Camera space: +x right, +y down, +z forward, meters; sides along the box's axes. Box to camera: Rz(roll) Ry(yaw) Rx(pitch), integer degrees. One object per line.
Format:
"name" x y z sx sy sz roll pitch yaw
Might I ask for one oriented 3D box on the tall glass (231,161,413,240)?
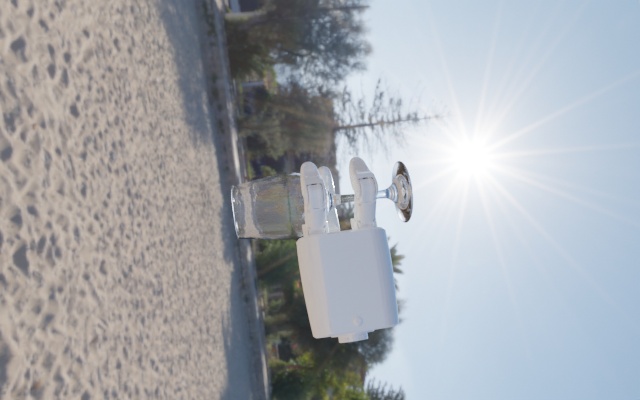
"tall glass" 0.001 0.002 0.556 0.201 0.079 0.079 -7 1 -7
